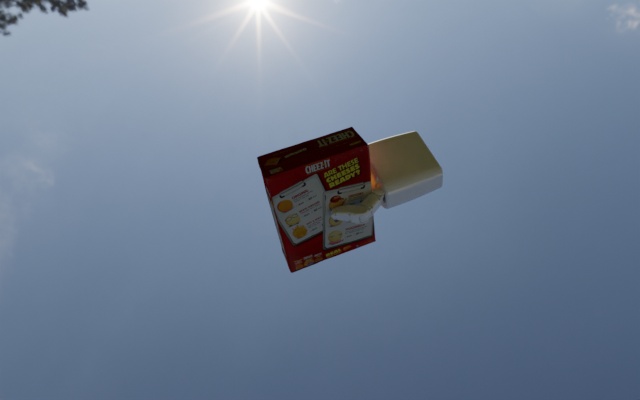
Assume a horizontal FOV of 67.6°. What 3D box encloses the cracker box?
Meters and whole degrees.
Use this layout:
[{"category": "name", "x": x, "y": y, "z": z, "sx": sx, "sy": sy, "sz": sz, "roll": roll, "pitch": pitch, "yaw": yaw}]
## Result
[{"category": "cracker box", "x": 0.000, "y": 0.003, "z": 0.788, "sx": 0.164, "sy": 0.214, "sz": 0.072, "roll": -19, "pitch": 42, "yaw": -10}]
